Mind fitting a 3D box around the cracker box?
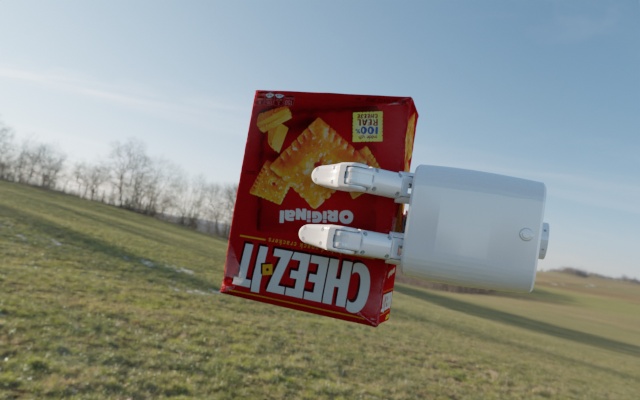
[{"bbox_3d":[0.000,0.001,0.479,0.164,0.213,0.072,8,-4,18],"label":"cracker box"}]
